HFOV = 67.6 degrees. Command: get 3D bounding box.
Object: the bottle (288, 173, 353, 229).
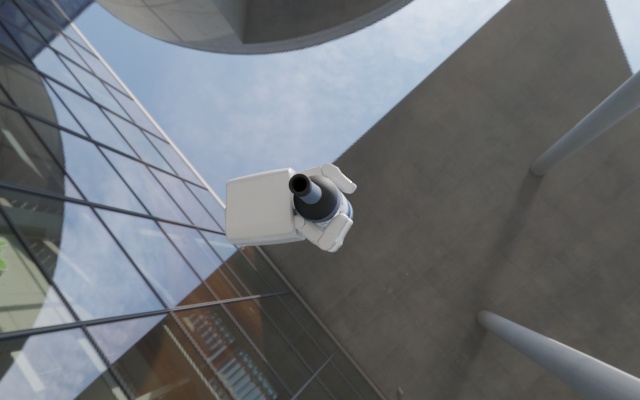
[{"bbox_3d":[0.000,0.002,0.721,0.069,0.069,0.296,0,-9,10],"label":"bottle"}]
